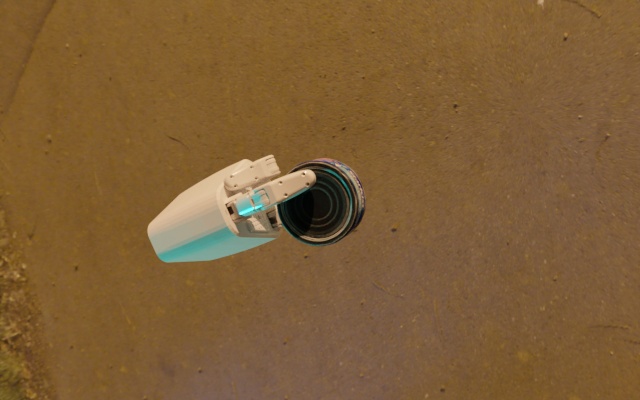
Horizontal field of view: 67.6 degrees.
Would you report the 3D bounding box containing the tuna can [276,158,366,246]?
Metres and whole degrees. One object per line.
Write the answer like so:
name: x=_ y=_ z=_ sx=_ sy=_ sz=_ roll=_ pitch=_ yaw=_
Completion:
tuna can: x=0.000 y=0.002 z=0.475 sx=0.086 sy=0.086 sz=0.033 roll=0 pitch=8 yaw=18
